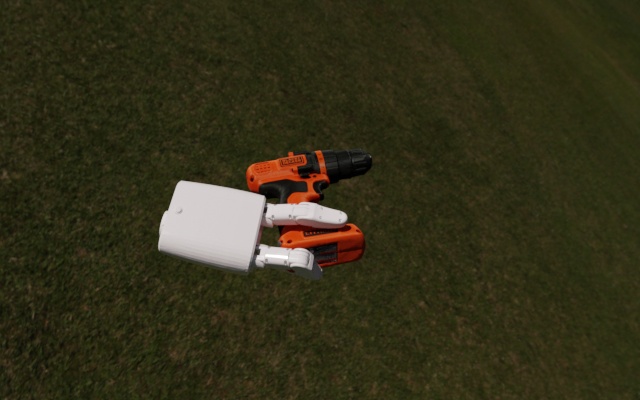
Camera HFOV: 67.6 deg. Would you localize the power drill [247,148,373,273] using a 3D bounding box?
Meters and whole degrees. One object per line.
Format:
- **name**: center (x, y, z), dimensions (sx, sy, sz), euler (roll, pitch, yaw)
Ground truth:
- **power drill**: center (0.000, 0.002, 0.643), dimensions (0.184, 0.057, 0.187), euler (-11, 43, -6)
